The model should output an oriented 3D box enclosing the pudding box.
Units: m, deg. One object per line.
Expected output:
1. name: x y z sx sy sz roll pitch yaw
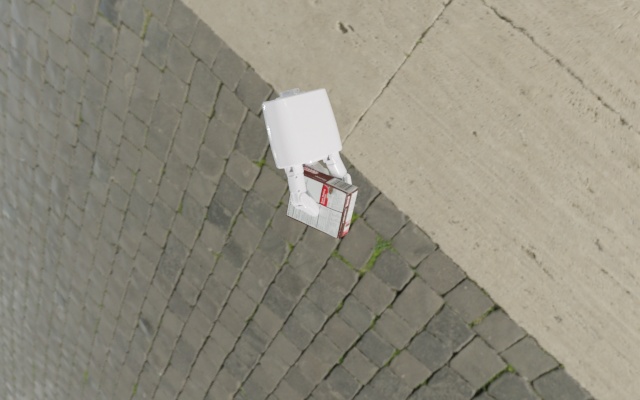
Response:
1. pudding box: 0.000 0.003 0.812 0.113 0.090 0.039 24 29 26
